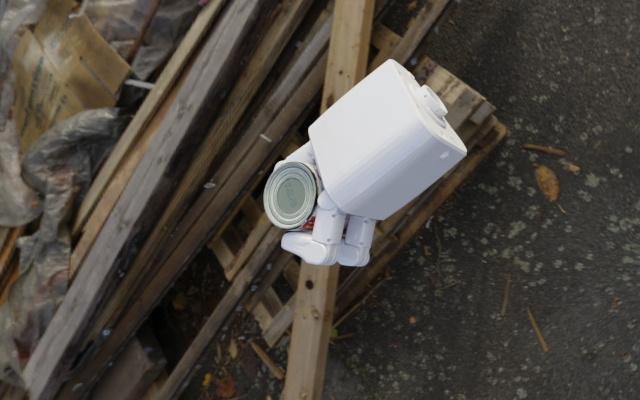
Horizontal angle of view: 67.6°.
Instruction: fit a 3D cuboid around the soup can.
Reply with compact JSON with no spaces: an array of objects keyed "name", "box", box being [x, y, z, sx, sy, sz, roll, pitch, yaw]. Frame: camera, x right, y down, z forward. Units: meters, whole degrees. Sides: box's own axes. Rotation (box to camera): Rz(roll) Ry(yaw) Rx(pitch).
[{"name":"soup can","box":[-0.001,0.002,0.490,0.068,0.068,0.102,0,-7,37]}]
